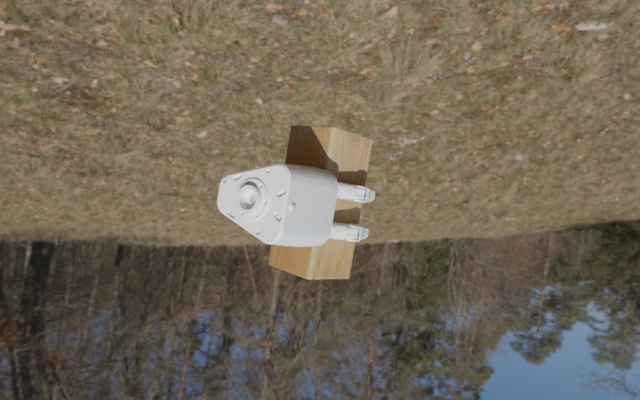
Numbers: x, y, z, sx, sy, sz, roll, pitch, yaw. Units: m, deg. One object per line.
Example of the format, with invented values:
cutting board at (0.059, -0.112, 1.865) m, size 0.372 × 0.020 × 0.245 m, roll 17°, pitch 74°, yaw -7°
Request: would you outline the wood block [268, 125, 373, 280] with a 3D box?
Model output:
wood block at (0.000, 0.002, 0.694) m, size 0.091 × 0.206 × 0.090 m, roll 12°, pitch 2°, yaw 44°
